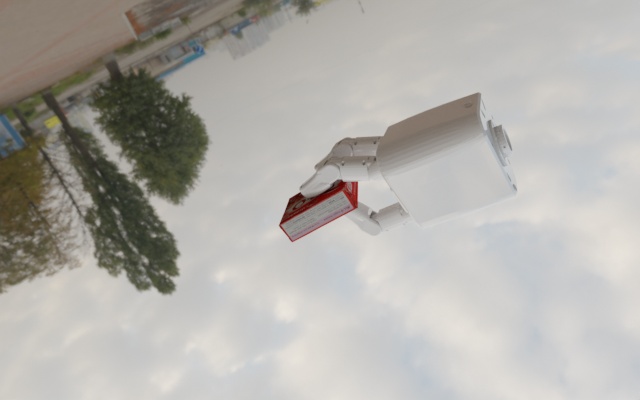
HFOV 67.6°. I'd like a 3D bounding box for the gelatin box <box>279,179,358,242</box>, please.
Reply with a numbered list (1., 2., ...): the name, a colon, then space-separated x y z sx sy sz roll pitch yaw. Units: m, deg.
1. gelatin box: 0.000 0.002 0.547 0.089 0.030 0.073 -30 18 18
